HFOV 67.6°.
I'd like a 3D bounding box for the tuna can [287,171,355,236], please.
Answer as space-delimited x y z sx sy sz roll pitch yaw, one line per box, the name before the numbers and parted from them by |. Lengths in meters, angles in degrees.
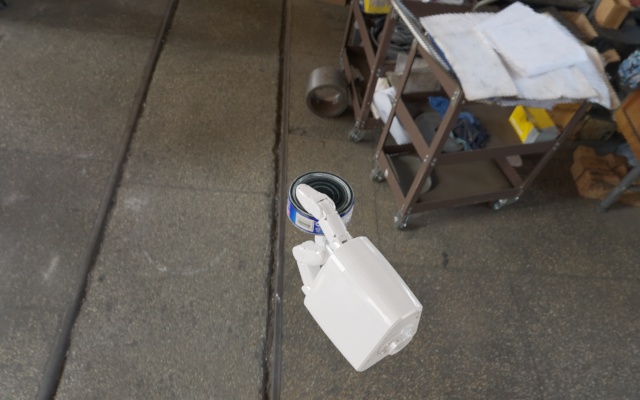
tuna can | 0.000 0.002 0.613 0.086 0.086 0.034 0 -43 -7
